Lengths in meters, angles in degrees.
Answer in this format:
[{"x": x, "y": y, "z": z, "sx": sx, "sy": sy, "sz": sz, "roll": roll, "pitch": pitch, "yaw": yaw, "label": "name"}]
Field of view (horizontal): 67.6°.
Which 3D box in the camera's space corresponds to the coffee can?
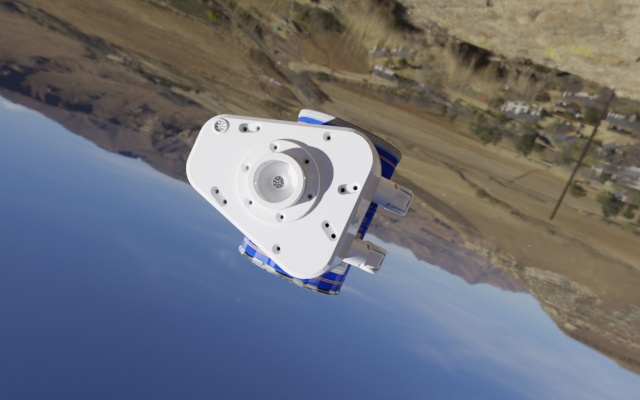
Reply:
[{"x": 0.000, "y": 0.001, "z": 0.443, "sx": 0.103, "sy": 0.140, "sz": 0.103, "roll": 24, "pitch": 0, "yaw": 0, "label": "coffee can"}]
